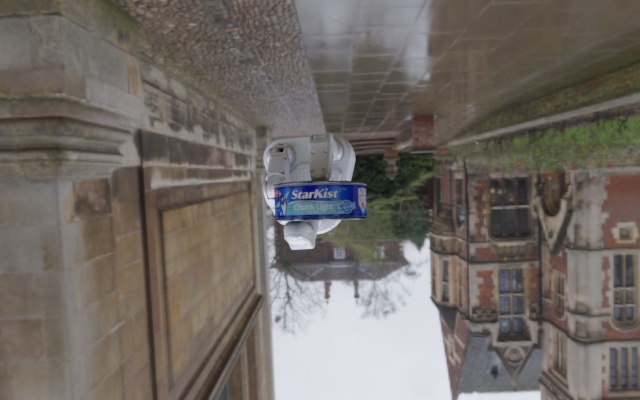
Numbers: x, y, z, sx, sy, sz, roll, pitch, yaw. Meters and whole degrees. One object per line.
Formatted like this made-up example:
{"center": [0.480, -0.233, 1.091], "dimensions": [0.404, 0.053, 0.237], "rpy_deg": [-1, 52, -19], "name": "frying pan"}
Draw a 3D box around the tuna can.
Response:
{"center": [0.000, 0.002, 0.439], "dimensions": [0.086, 0.034, 0.086], "rpy_deg": [-1, -2, 0], "name": "tuna can"}
